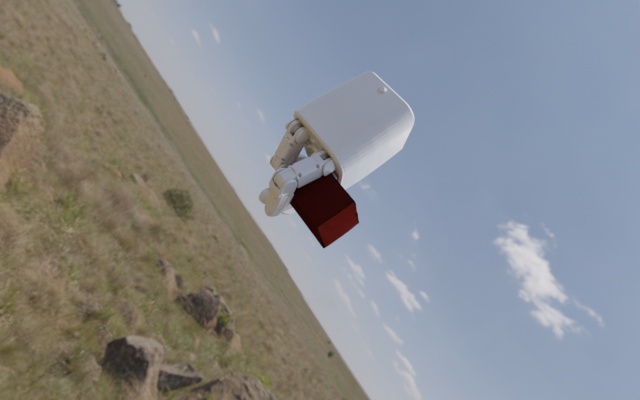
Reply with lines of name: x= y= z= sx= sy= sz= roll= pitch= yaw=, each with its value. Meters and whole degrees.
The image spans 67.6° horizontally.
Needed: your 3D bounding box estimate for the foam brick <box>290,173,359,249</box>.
foam brick: x=0.000 y=0.002 z=0.534 sx=0.051 sy=0.078 sz=0.053 roll=-32 pitch=-30 yaw=-10
